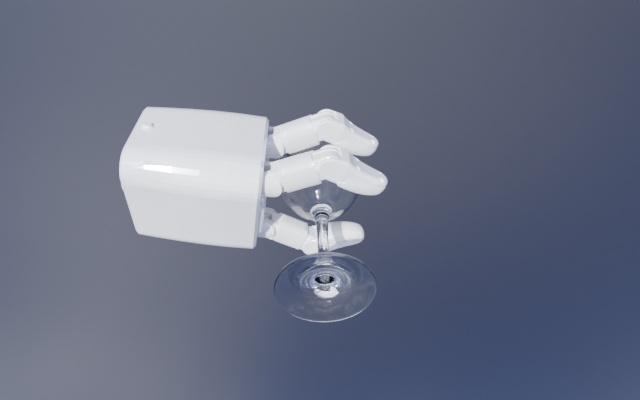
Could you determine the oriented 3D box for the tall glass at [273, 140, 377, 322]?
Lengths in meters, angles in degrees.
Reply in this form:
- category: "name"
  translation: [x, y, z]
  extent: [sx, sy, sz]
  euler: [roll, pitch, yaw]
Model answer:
- category: "tall glass"
  translation: [0.000, 0.002, 0.417]
  extent: [0.079, 0.079, 0.200]
  euler: [0, 39, -2]
